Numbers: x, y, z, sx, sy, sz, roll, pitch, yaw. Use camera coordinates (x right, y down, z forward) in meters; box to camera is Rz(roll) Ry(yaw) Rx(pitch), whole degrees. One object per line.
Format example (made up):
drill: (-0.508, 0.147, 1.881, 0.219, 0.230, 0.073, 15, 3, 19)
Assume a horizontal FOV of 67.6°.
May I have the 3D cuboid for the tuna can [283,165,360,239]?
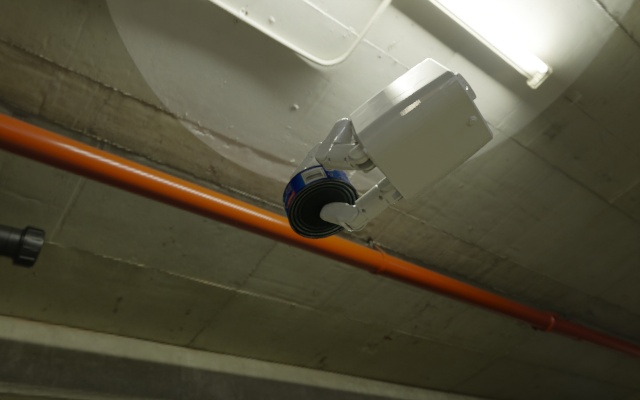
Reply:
tuna can: (0.000, 0.001, 0.553, 0.086, 0.086, 0.033, 0, 37, -21)
